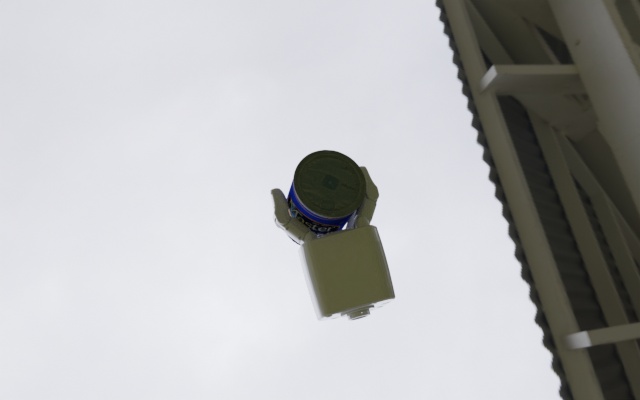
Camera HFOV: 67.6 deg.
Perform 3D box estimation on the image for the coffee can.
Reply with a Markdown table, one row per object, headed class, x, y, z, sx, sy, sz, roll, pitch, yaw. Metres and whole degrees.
| class | x | y | z | sx | sy | sz | roll | pitch | yaw |
| --- | --- | --- | --- | --- | --- | --- | --- | --- | --- |
| coffee can | 0.000 | 0.002 | 0.716 | 0.103 | 0.102 | 0.140 | 0 | -23 | -12 |
